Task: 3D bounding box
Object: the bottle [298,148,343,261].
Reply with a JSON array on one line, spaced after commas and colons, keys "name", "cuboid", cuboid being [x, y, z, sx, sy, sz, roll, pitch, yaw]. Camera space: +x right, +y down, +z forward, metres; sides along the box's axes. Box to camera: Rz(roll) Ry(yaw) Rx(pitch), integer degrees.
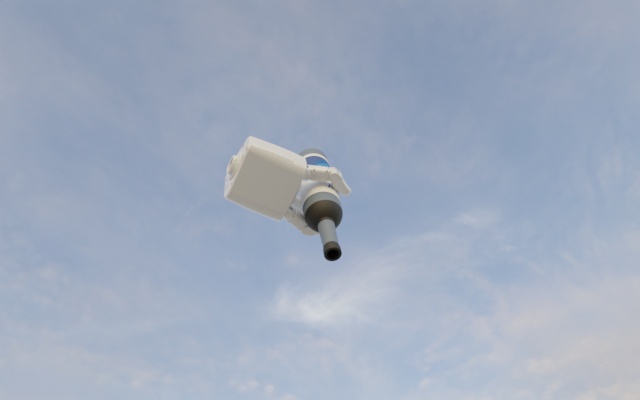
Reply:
[{"name": "bottle", "cuboid": [0.000, 0.003, 0.841, 0.069, 0.069, 0.295, 0, 32, -9]}]
